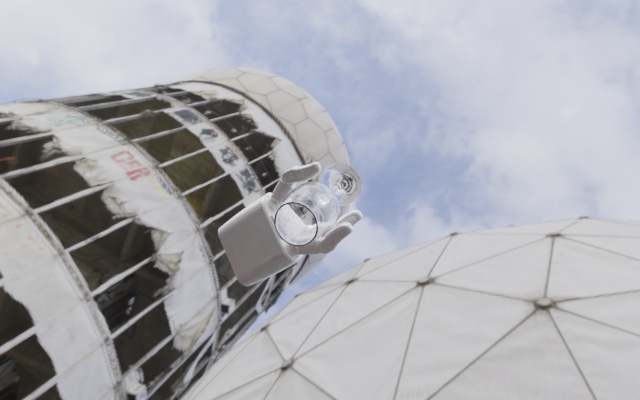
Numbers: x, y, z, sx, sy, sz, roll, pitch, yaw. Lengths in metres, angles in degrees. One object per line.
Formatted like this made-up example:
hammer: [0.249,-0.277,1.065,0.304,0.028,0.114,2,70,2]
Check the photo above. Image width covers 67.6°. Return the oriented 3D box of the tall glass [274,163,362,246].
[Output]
tall glass: [0.000,0.002,0.710,0.079,0.079,0.201,0,17,20]
